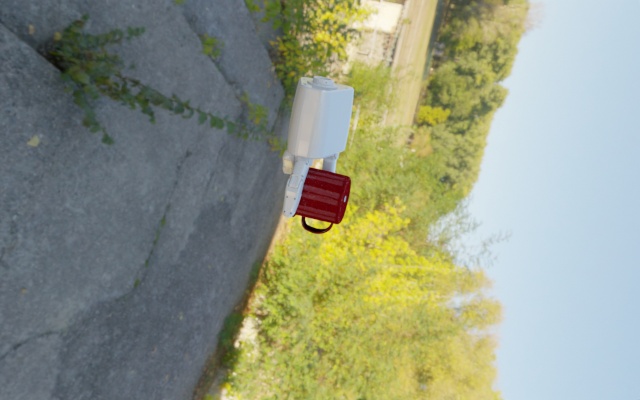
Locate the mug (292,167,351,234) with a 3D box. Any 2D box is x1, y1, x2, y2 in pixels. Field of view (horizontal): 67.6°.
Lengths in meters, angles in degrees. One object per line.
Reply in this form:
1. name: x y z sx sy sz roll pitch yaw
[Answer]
1. mug: 0.000 0.004 0.784 0.081 0.117 0.093 13 22 10
